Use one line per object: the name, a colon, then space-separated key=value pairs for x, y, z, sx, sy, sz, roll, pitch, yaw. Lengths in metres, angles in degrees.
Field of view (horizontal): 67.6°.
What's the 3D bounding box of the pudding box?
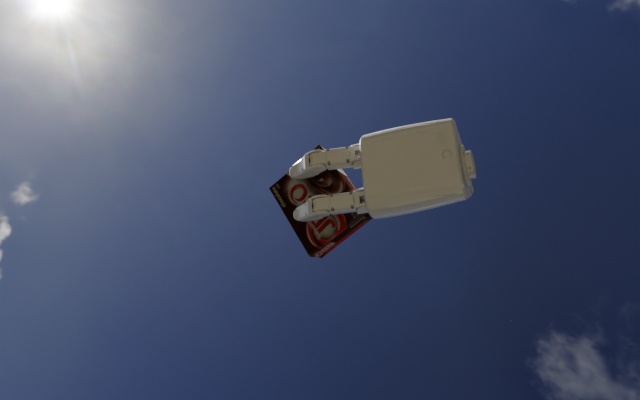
pudding box: x=0.000 y=0.002 z=0.598 sx=0.090 sy=0.113 sz=0.039 roll=-39 pitch=-27 yaw=14
